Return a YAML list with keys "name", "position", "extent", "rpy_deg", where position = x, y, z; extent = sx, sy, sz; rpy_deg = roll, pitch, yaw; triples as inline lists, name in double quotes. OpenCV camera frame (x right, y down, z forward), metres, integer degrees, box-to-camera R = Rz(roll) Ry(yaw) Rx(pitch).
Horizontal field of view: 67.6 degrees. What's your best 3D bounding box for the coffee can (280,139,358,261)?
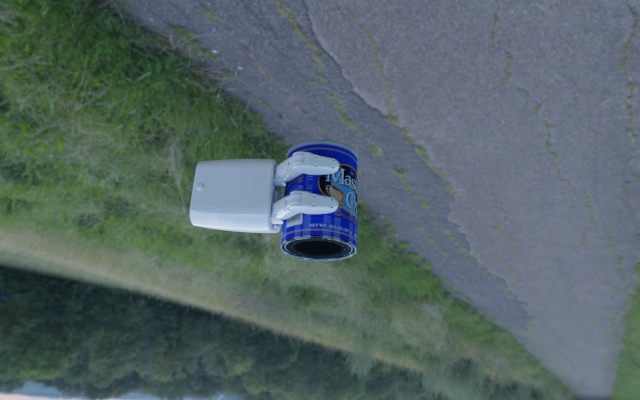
- name: "coffee can"
  position: [0.000, 0.002, 0.658]
  extent: [0.103, 0.140, 0.103]
  rpy_deg: [2, -23, 1]
